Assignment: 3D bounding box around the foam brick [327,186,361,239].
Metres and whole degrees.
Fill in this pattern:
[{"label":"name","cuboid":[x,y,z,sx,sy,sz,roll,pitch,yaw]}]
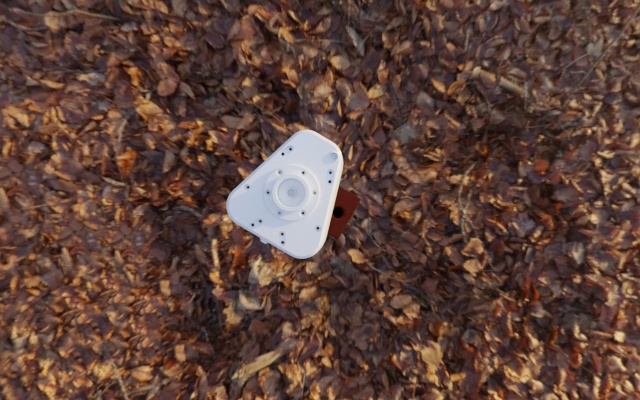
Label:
[{"label":"foam brick","cuboid":[0.000,0.002,0.544,0.078,0.053,0.051,30,0,-1]}]
